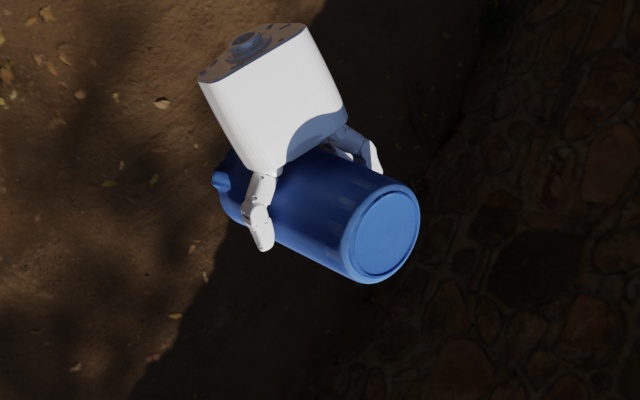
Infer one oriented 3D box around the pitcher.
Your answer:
[{"bbox_3d":[0.000,0.002,0.559,0.149,0.145,0.242,-41,38,-21],"label":"pitcher"}]
